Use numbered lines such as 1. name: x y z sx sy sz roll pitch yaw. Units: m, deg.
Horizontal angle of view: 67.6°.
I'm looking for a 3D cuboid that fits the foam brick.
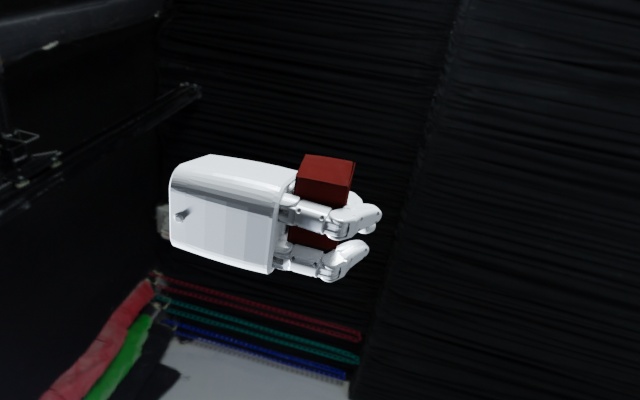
1. foam brick: 0.000 0.001 0.473 0.051 0.078 0.053 13 31 5
